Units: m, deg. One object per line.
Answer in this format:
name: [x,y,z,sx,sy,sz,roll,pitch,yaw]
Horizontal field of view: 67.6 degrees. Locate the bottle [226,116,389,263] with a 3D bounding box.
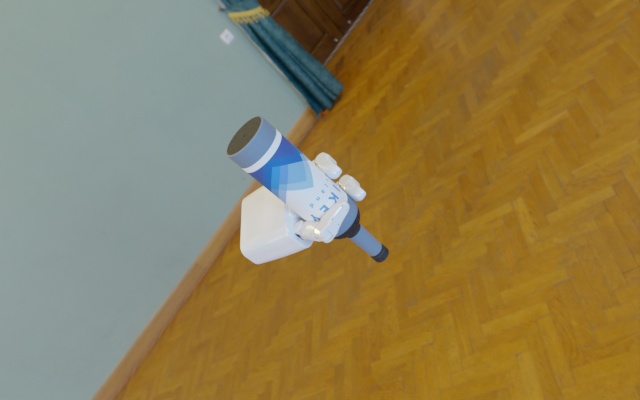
bottle: [0.000,0.002,0.672,0.296,0.069,0.069,41,-24,-30]
